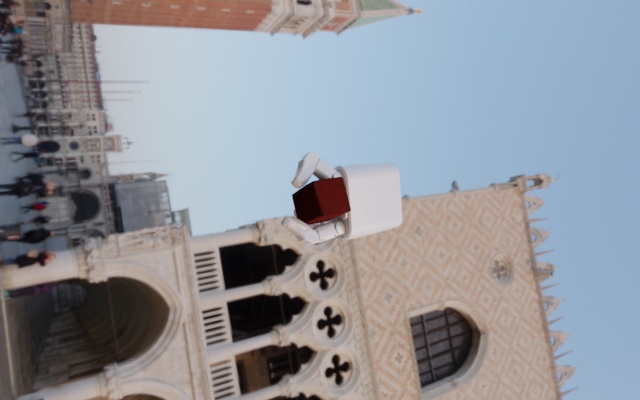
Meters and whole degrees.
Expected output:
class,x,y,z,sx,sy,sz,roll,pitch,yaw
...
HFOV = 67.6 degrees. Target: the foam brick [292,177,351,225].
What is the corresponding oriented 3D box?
class,x,y,z,sx,sy,sz,roll,pitch,yaw
foam brick,0.000,0.002,0.701,0.051,0.053,0.078,-10,-9,-29
